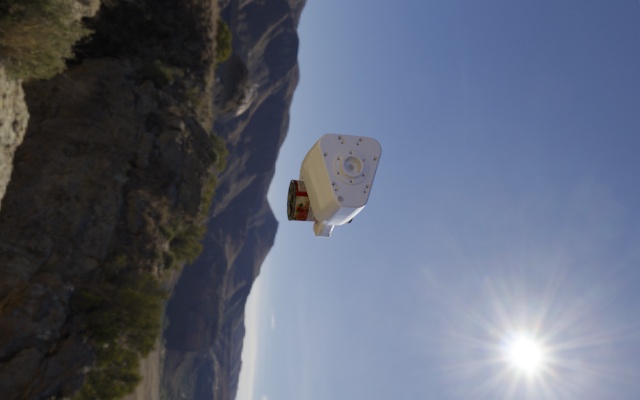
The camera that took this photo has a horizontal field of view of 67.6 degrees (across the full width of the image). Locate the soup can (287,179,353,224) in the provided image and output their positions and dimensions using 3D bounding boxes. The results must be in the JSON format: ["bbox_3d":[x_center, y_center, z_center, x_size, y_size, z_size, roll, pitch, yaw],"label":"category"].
[{"bbox_3d":[0.000,0.003,0.787,0.102,0.068,0.068,4,-1,-13],"label":"soup can"}]
